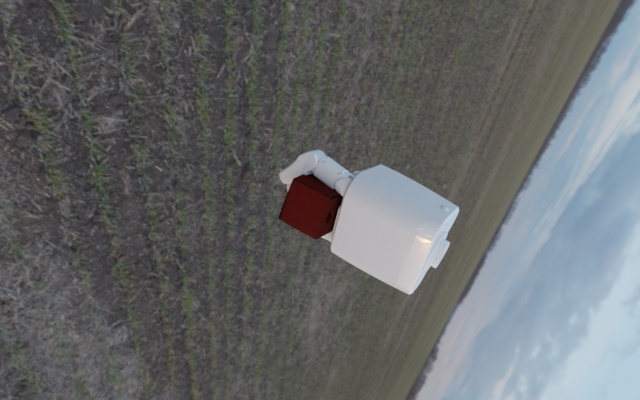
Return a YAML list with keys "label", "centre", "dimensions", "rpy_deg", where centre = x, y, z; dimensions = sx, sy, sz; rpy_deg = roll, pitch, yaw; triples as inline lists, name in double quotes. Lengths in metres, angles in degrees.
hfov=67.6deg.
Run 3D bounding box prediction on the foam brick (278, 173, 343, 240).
- label: "foam brick"
  centre: [0.000, 0.002, 0.542]
  dimensions: [0.051, 0.053, 0.078]
  rpy_deg: [30, 25, 20]
